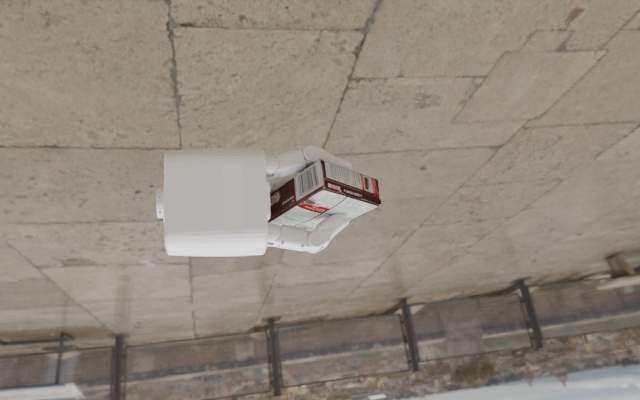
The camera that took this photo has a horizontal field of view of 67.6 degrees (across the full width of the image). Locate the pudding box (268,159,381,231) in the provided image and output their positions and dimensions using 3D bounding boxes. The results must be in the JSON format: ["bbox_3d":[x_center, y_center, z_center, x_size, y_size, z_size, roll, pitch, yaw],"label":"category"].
[{"bbox_3d":[0.000,0.002,0.561,0.090,0.039,0.113,15,-31,-38],"label":"pudding box"}]
